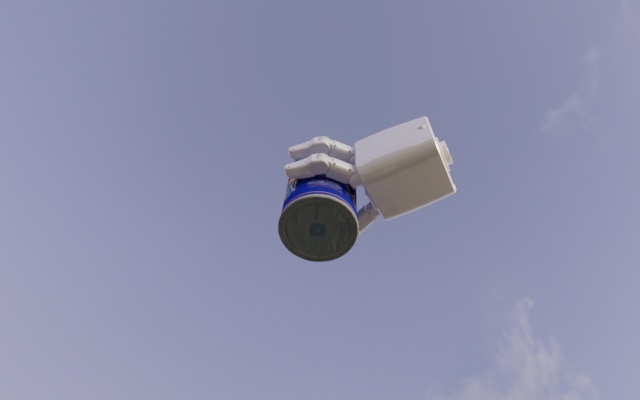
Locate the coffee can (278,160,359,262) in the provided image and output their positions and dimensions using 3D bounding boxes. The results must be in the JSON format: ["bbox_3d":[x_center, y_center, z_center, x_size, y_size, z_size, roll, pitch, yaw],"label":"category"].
[{"bbox_3d":[0.000,0.002,0.664,0.103,0.103,0.140,0,32,3],"label":"coffee can"}]
